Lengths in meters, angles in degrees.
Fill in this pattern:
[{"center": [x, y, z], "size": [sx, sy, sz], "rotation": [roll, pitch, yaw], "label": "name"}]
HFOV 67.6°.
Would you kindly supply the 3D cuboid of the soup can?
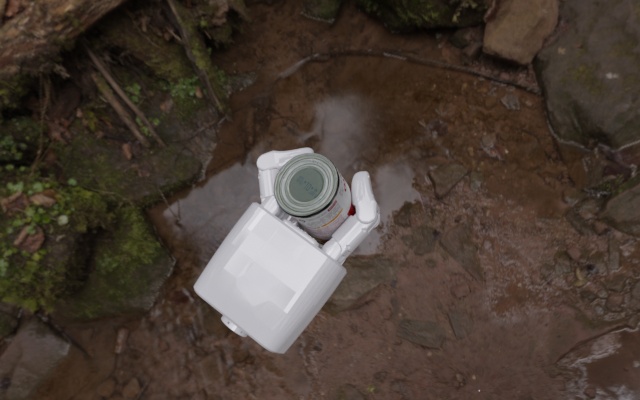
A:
[{"center": [0.000, 0.001, 0.495], "size": [0.068, 0.068, 0.102], "rotation": [0, -20, 19], "label": "soup can"}]
